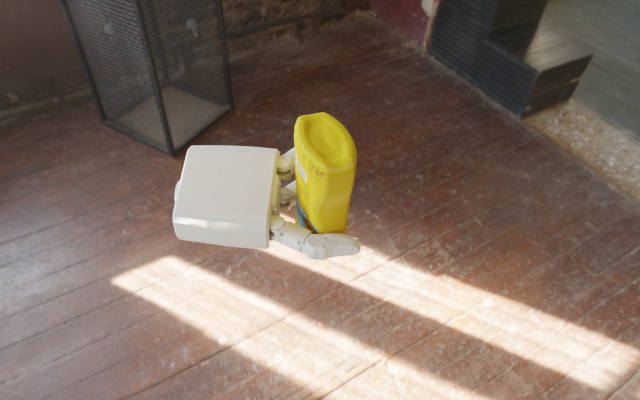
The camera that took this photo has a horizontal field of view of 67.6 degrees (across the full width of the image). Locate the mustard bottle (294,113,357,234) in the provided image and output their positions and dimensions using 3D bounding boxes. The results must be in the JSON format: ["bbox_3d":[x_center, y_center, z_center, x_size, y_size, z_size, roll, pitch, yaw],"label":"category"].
[{"bbox_3d":[0.000,0.002,0.552,0.058,0.096,0.192,-14,-41,-16],"label":"mustard bottle"}]
